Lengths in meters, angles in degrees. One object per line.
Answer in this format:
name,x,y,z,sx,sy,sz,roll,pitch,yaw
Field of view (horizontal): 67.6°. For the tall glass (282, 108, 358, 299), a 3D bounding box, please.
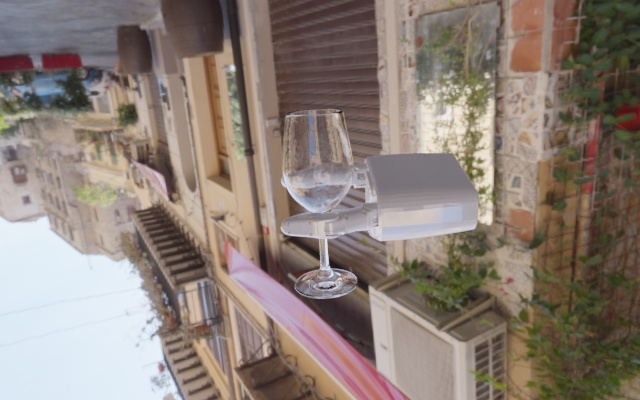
tall glass,0.000,0.002,0.531,0.079,0.201,0.079,-4,16,1
